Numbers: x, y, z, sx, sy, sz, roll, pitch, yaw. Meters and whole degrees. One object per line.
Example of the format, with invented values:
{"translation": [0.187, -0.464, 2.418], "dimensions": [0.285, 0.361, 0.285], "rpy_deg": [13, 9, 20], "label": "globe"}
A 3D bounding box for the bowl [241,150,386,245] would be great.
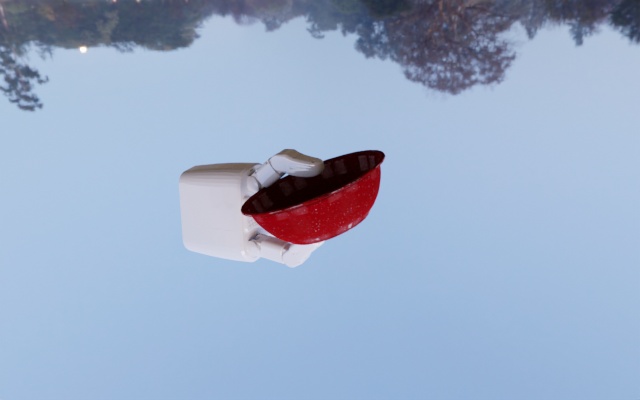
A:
{"translation": [0.001, 0.002, 0.506], "dimensions": [0.162, 0.055, 0.162], "rpy_deg": [-21, 14, 6], "label": "bowl"}
